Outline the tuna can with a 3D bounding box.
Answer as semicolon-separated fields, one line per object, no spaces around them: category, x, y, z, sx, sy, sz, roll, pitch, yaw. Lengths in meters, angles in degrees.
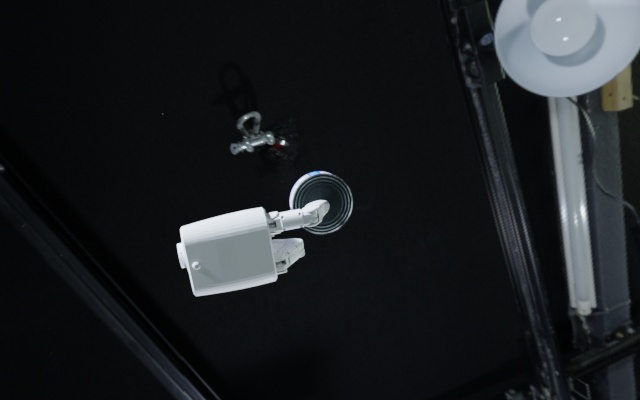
tuna can;0.000;0.002;0.671;0.086;0.086;0.033;0;11;-13
